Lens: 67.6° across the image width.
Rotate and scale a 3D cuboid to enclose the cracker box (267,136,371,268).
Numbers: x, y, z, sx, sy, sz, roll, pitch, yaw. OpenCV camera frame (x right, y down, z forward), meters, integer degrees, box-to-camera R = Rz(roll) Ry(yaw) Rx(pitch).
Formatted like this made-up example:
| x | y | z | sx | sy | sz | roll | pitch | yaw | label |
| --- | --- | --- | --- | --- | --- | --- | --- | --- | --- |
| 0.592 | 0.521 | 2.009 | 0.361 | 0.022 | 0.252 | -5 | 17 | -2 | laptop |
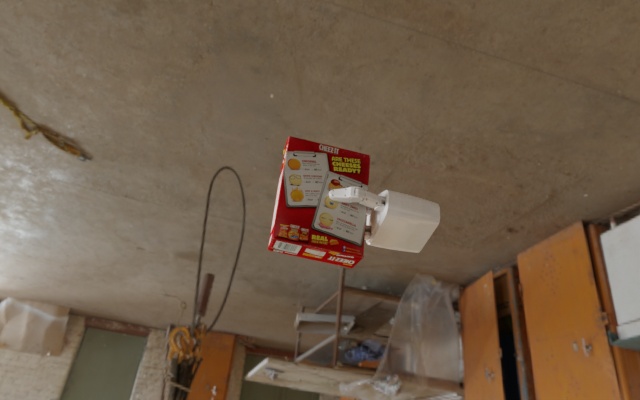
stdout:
| x | y | z | sx | sy | sz | roll | pitch | yaw | label |
| --- | --- | --- | --- | --- | --- | --- | --- | --- | --- |
| 0.000 | 0.003 | 0.880 | 0.164 | 0.213 | 0.072 | 12 | -29 | -11 | cracker box |
